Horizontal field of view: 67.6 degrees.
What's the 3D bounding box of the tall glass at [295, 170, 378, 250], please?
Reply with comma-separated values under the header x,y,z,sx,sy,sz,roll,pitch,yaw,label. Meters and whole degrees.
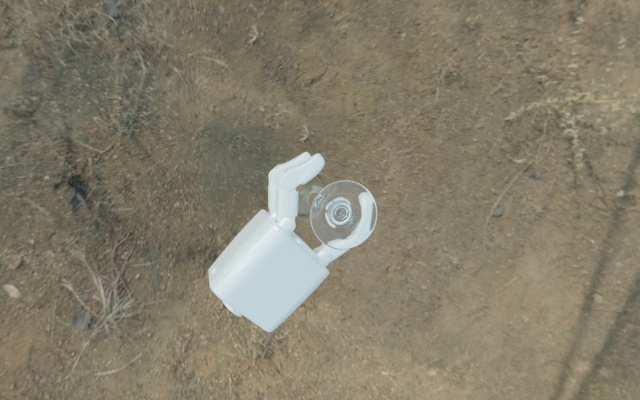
x,y,z,sx,sy,sz,roll,pitch,yaw,label
0.000,0.002,0.595,0.079,0.079,0.201,0,8,-14,tall glass
